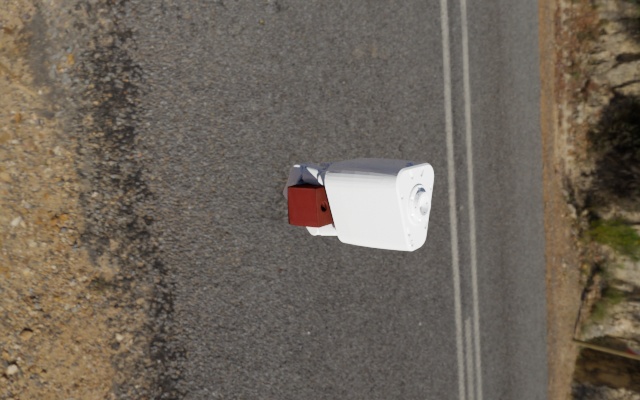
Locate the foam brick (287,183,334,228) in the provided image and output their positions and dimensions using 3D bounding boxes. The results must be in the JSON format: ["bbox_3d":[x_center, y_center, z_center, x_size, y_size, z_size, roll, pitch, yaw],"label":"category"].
[{"bbox_3d":[0.000,0.002,0.644,0.051,0.053,0.078,6,14,39],"label":"foam brick"}]
